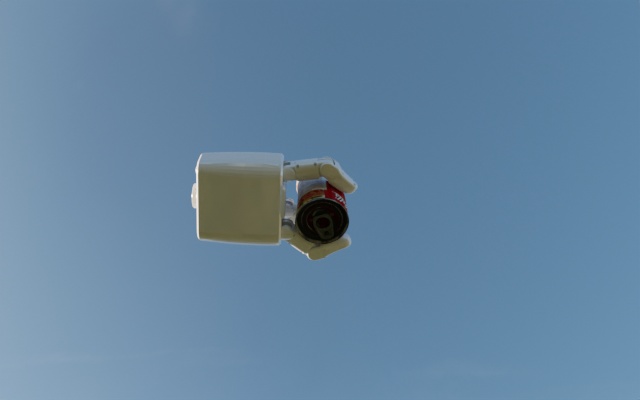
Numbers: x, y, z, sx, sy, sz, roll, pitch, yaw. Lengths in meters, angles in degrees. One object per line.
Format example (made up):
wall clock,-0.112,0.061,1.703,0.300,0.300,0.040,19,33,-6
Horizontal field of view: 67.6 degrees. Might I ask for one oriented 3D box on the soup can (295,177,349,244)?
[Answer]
soup can,0.001,0.002,0.638,0.068,0.068,0.102,0,30,-3
